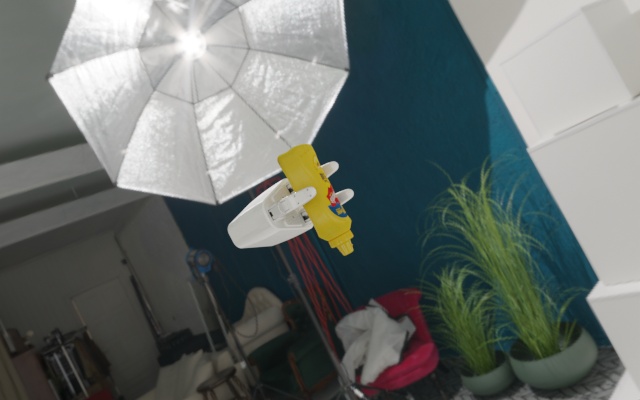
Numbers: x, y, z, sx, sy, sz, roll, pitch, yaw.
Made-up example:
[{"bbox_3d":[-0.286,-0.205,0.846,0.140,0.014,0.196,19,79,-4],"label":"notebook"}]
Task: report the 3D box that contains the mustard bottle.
[{"bbox_3d":[0.000,0.002,0.783,0.058,0.191,0.096,-28,-2,13],"label":"mustard bottle"}]
